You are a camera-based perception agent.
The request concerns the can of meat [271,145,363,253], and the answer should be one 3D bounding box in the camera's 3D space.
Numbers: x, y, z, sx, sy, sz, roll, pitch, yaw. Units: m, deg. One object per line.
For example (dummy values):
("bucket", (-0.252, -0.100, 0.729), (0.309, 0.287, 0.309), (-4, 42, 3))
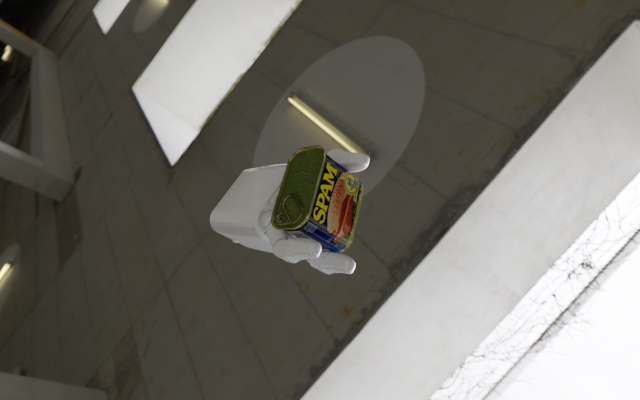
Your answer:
("can of meat", (0.000, 0.002, 0.552), (0.057, 0.102, 0.084), (-4, -28, 42))
